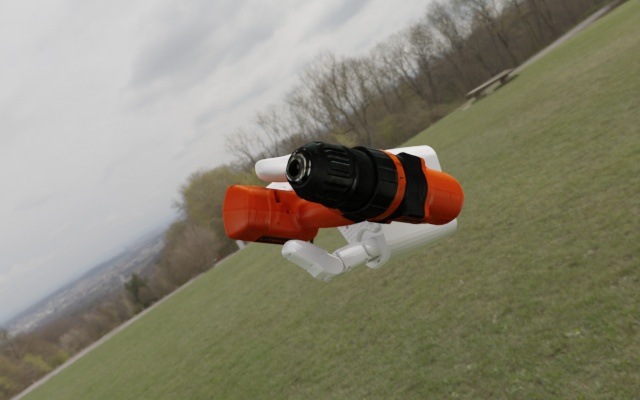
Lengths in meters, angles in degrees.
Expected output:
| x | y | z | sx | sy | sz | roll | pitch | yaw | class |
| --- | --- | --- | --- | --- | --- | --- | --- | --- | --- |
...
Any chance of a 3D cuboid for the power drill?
| x | y | z | sx | sy | sz | roll | pitch | yaw | class |
| --- | --- | --- | --- | --- | --- | --- | --- | --- | --- |
| 0.000 | 0.001 | 0.405 | 0.187 | 0.057 | 0.184 | -10 | -15 | 44 | power drill |
